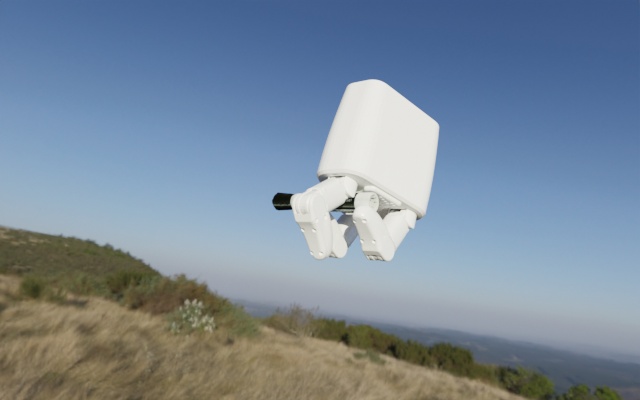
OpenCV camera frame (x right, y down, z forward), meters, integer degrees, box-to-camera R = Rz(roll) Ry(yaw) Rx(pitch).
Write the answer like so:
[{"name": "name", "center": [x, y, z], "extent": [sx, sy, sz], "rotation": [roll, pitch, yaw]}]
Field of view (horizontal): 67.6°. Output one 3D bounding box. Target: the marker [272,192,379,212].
[{"name": "marker", "center": [0.000, 0.002, 0.465], "extent": [0.121, 0.020, 0.020], "rotation": [0, 0, 37]}]
